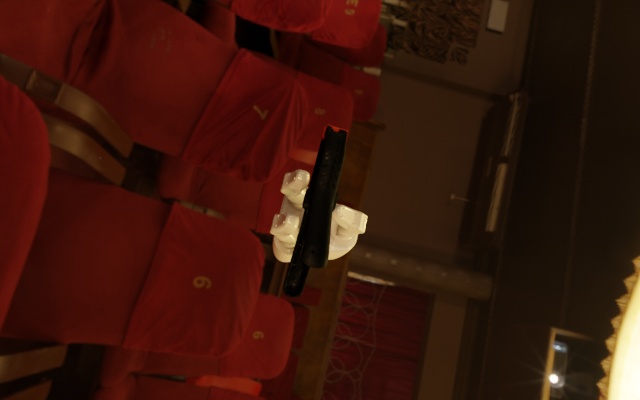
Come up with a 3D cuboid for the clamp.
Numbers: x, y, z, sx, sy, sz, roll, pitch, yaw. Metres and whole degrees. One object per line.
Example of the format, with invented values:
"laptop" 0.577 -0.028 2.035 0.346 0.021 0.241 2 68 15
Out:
"clamp" 0.001 0.002 0.543 0.036 0.210 0.164 16 -17 -7
